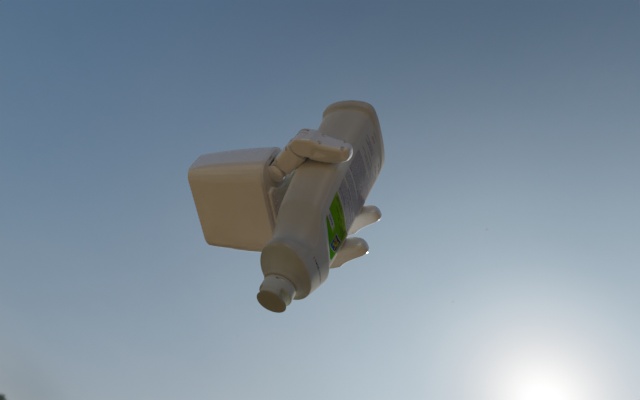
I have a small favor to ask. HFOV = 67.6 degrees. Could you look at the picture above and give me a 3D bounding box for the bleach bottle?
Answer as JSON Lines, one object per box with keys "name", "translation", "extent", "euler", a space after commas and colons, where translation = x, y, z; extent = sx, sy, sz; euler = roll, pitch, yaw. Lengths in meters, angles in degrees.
{"name": "bleach bottle", "translation": [0.000, 0.002, 0.489], "extent": [0.068, 0.103, 0.250], "euler": [1, 39, 26]}
